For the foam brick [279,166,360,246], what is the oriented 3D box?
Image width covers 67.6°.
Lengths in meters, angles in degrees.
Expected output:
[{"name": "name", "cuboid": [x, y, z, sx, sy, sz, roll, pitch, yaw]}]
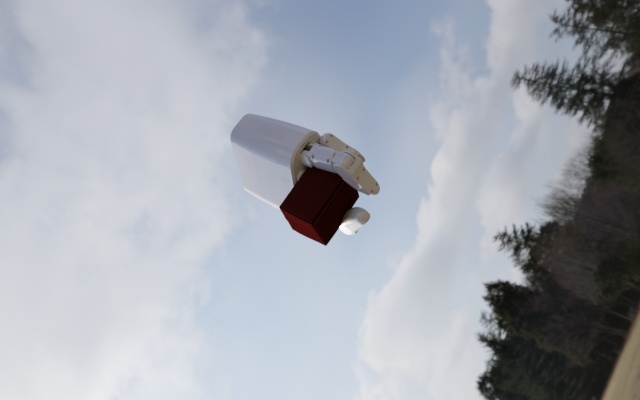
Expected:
[{"name": "foam brick", "cuboid": [0.000, 0.002, 0.548, 0.051, 0.078, 0.053, 23, -24, 30]}]
